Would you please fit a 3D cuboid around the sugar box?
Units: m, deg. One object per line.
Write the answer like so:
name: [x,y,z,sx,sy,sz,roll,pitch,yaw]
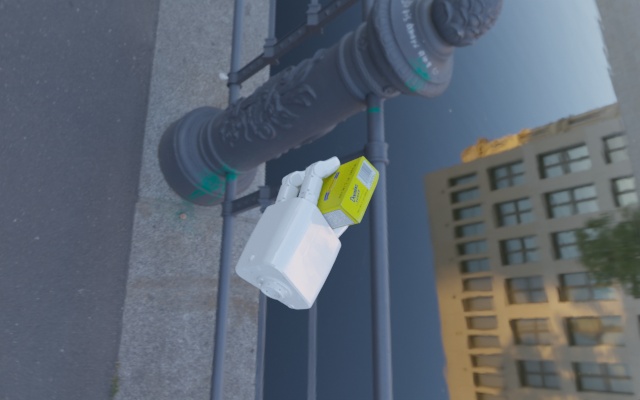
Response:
sugar box: [0.000,0.002,0.706,0.176,0.093,0.048,-17,-52,47]
